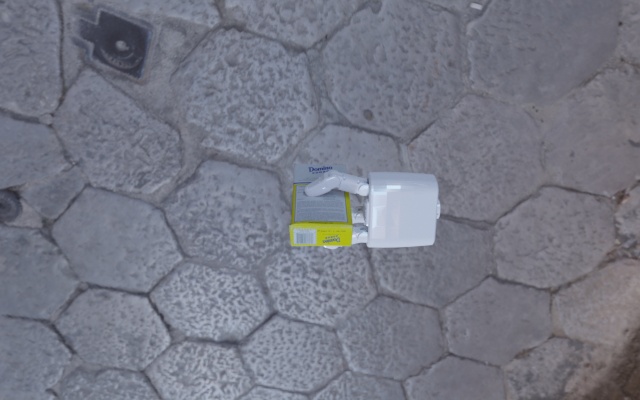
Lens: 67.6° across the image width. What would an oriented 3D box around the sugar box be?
[{"bbox_3d":[0.000,0.003,0.767,0.093,0.048,0.176,1,32,-1],"label":"sugar box"}]
